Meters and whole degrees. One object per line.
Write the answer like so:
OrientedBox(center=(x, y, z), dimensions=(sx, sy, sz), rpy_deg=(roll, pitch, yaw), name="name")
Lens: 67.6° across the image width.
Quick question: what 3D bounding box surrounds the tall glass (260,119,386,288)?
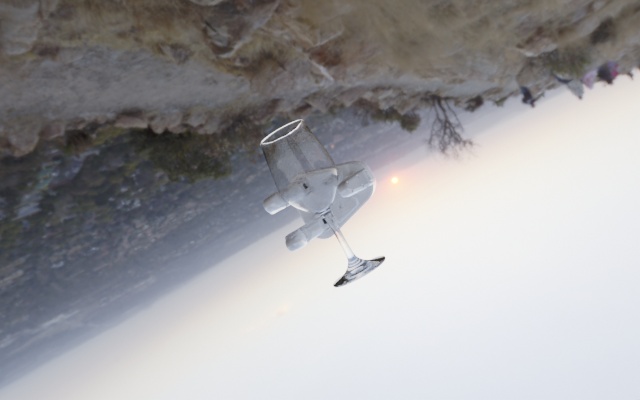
OrientedBox(center=(0.000, 0.003, 0.592), dimensions=(0.079, 0.201, 0.079), rpy_deg=(-29, 1, 0), name="tall glass")
